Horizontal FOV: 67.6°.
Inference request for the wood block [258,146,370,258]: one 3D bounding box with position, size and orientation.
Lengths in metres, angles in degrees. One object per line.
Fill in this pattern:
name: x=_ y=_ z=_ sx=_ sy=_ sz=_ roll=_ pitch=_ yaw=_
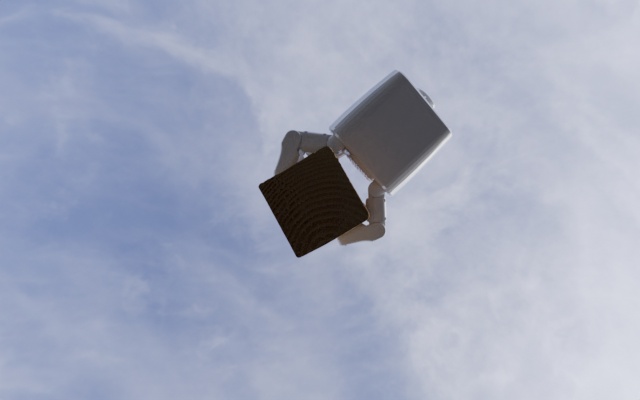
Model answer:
wood block: x=0.001 y=0.002 z=0.597 sx=0.090 sy=0.091 sz=0.206 roll=-30 pitch=-3 yaw=4
